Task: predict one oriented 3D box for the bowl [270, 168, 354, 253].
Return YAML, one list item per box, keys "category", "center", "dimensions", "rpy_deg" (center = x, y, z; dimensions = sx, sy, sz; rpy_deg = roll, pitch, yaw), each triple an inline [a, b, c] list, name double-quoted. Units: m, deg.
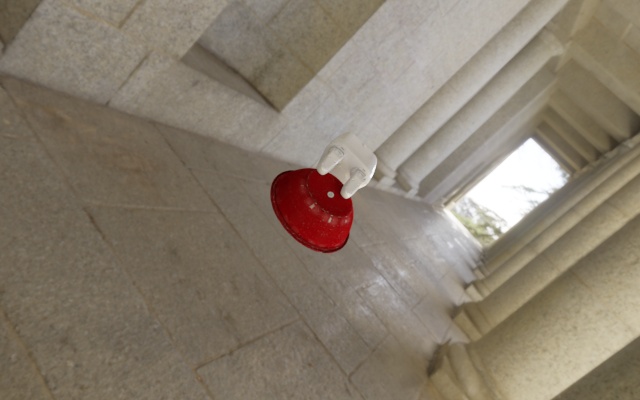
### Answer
- category: "bowl"
  center: [0.000, 0.003, 0.776]
  dimensions: [0.162, 0.162, 0.055]
  rpy_deg: [0, -32, -44]
